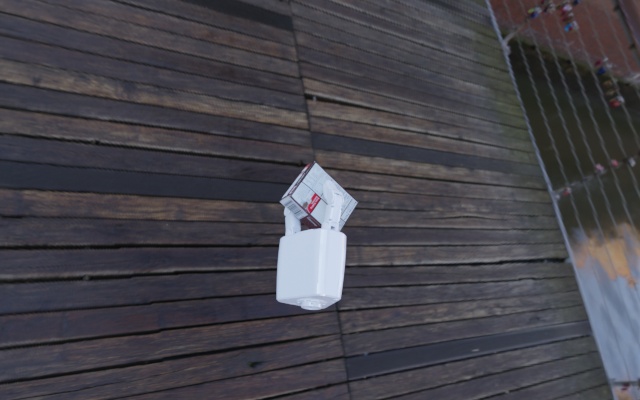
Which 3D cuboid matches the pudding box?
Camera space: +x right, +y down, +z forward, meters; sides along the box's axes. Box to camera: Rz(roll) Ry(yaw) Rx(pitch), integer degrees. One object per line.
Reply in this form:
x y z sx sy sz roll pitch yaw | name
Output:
0.000 0.003 0.821 0.113 0.090 0.039 44 -34 -15 | pudding box
